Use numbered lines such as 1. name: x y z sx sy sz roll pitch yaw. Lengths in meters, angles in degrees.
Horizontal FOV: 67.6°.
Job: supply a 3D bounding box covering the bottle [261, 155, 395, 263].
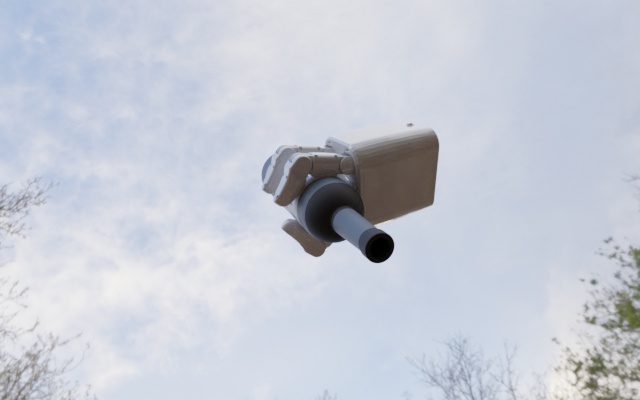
1. bottle: 0.000 0.002 0.530 0.069 0.069 0.295 0 15 -21
